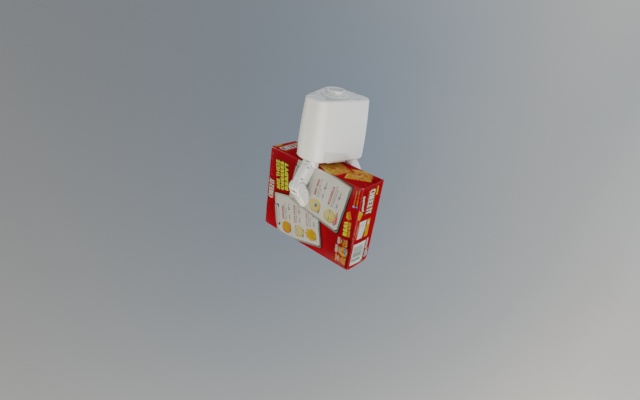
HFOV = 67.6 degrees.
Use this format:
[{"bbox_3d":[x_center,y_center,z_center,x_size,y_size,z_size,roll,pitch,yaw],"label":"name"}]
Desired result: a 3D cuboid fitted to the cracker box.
[{"bbox_3d":[0.000,0.003,0.877,0.213,0.164,0.072,28,32,33],"label":"cracker box"}]
